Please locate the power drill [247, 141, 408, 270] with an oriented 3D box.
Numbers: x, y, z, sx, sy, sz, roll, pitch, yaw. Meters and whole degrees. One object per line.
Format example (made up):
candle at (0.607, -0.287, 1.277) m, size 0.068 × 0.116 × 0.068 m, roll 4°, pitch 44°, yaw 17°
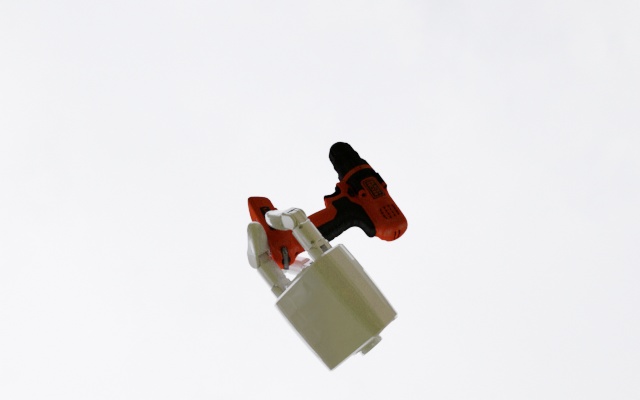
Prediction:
power drill at (0.000, 0.003, 0.651) m, size 0.187 × 0.184 × 0.057 m, roll -21°, pitch -39°, yaw -14°
